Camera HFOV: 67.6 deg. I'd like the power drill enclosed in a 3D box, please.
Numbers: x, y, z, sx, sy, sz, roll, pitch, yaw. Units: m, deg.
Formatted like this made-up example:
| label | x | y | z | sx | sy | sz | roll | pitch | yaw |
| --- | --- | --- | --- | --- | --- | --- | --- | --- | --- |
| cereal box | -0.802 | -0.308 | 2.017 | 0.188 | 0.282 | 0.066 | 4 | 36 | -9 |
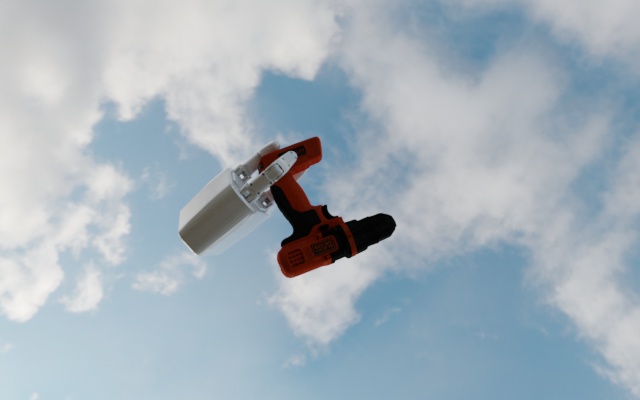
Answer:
| label | x | y | z | sx | sy | sz | roll | pitch | yaw |
| --- | --- | --- | --- | --- | --- | --- | --- | --- | --- |
| power drill | 0.000 | 0.002 | 0.712 | 0.184 | 0.187 | 0.057 | -20 | -15 | -13 |
